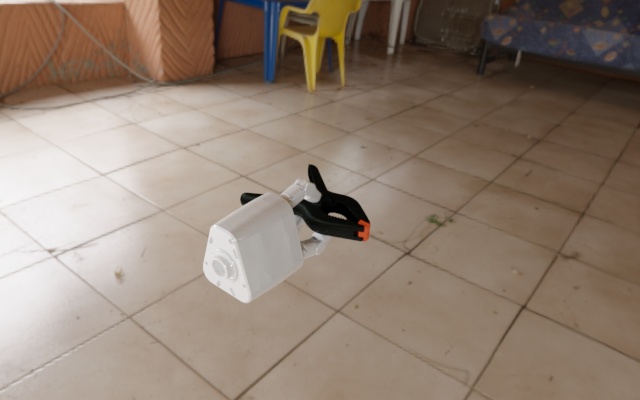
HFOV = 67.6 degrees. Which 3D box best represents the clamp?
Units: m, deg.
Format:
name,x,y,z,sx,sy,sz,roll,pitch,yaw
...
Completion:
name,x,y,z,sx,sy,sz,roll,pitch,yaw
clamp,0.000,0.002,0.763,0.210,0.036,0.164,23,39,30
